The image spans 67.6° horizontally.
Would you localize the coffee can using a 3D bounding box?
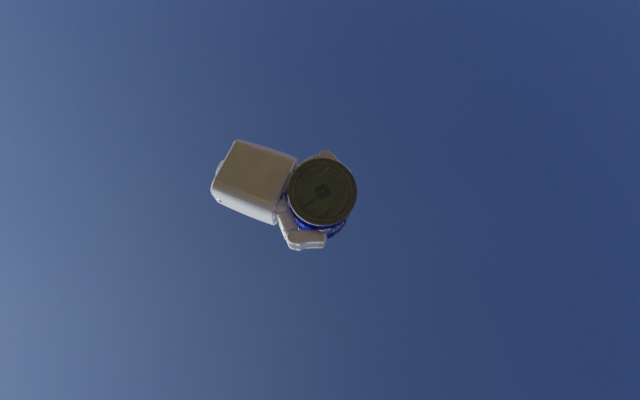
[{"bbox_3d":[0.000,0.002,0.766,0.103,0.102,0.140,0,-14,-2],"label":"coffee can"}]
